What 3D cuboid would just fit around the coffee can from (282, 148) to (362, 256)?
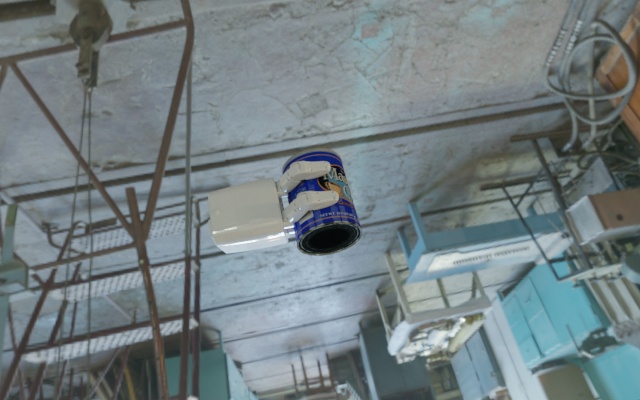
[{"bbox_3d":[0.000,0.002,0.760,0.103,0.140,0.103,-10,-31,-6],"label":"coffee can"}]
